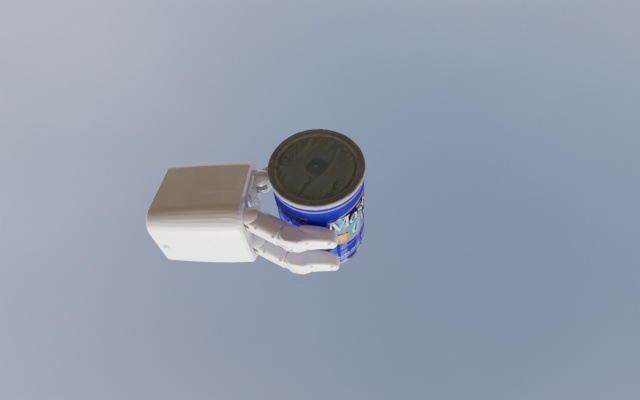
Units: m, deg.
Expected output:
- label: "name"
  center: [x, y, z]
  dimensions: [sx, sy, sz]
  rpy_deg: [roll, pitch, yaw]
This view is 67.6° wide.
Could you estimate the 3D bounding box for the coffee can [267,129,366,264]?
- label: "coffee can"
  center: [0.000, 0.002, 0.554]
  dimensions: [0.103, 0.102, 0.140]
  rpy_deg: [0, -33, 5]
